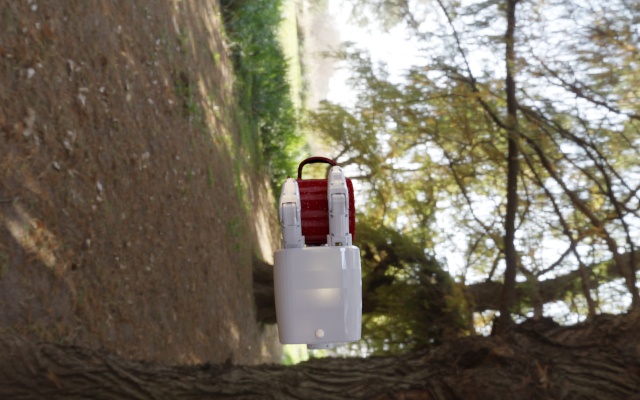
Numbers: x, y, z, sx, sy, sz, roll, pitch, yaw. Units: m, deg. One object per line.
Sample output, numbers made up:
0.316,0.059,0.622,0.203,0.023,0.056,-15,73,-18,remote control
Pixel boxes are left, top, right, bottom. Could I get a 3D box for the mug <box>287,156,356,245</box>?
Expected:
0.000,0.001,0.600,0.081,0.117,0.093,-2,-11,0,mug
